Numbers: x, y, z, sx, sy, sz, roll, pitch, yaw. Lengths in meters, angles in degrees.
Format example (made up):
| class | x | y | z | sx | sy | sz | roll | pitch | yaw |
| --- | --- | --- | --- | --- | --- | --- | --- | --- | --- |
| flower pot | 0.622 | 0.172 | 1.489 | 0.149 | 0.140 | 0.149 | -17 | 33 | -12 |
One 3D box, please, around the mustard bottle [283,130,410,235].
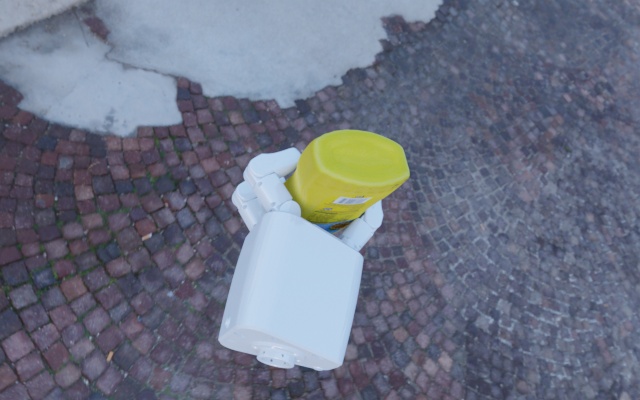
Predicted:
| class | x | y | z | sx | sy | sz | roll | pitch | yaw |
| --- | --- | --- | --- | --- | --- | --- | --- | --- | --- |
| mustard bottle | 0.000 | 0.001 | 0.485 | 0.096 | 0.058 | 0.192 | -1 | -24 | -27 |
